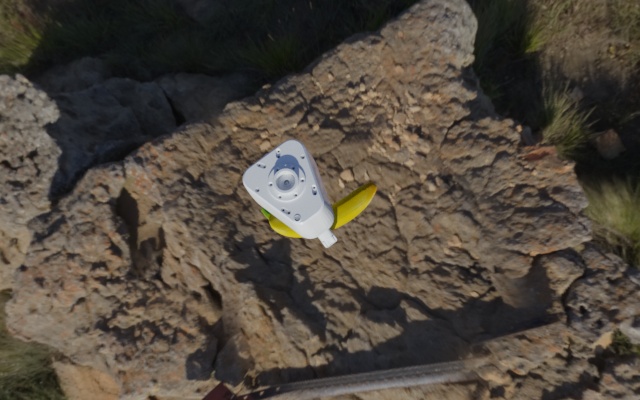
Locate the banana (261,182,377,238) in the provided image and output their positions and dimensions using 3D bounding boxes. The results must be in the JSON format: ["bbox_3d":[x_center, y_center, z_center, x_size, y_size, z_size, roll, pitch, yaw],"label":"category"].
[{"bbox_3d":[0.000,0.021,0.779,0.198,0.069,0.037,-12,-17,5],"label":"banana"}]
